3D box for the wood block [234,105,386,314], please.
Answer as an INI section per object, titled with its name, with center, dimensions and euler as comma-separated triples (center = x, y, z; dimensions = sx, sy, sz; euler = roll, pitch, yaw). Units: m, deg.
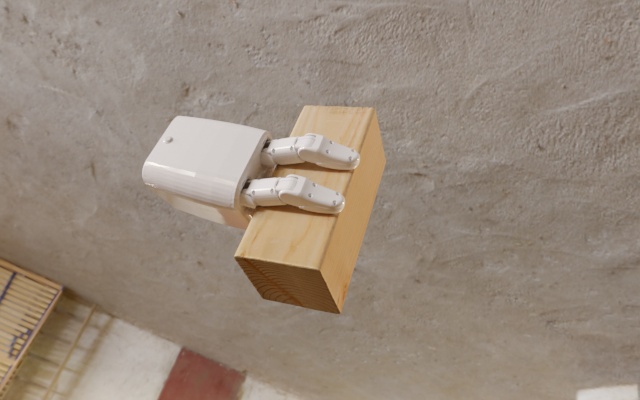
[wood block]
center = 0.000, 0.002, 0.512
dimensions = 0.090, 0.206, 0.091
euler = 6, -36, 21
